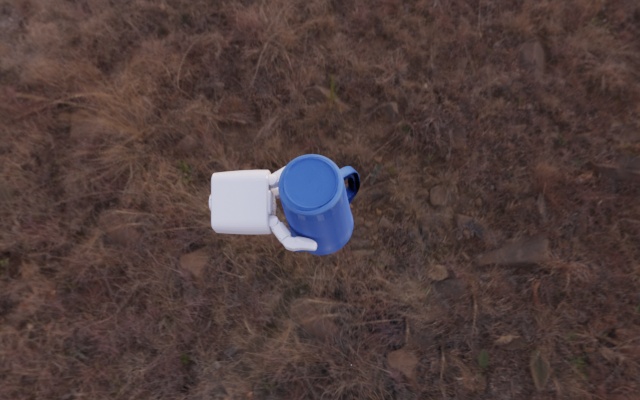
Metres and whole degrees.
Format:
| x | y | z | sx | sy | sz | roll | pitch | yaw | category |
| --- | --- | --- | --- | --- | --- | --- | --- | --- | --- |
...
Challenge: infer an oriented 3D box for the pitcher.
| x | y | z | sx | sy | sz | roll | pitch | yaw | category |
| --- | --- | --- | --- | --- | --- | --- | --- | --- | --- |
| 0.000 | 0.003 | 0.880 | 0.145 | 0.149 | 0.243 | 1 | -19 | 5 | pitcher |
